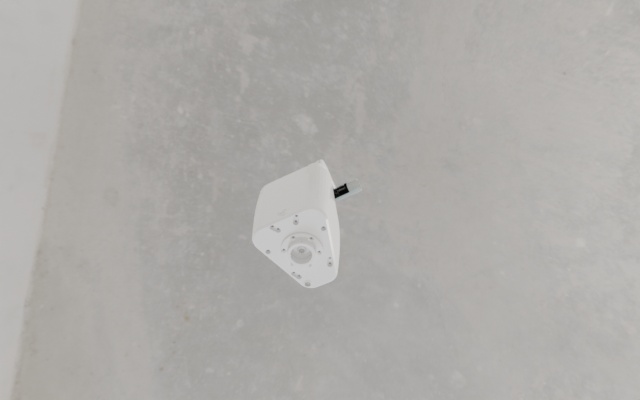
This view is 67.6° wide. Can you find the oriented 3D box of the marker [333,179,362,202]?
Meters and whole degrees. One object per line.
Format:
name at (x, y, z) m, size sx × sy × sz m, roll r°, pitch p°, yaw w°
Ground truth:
marker at (0.000, 0.002, 0.673) m, size 0.121 × 0.020 × 0.020 m, roll -25°, pitch -6°, yaw 13°
